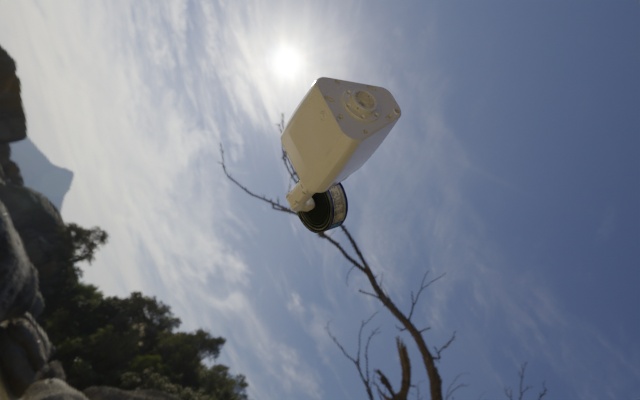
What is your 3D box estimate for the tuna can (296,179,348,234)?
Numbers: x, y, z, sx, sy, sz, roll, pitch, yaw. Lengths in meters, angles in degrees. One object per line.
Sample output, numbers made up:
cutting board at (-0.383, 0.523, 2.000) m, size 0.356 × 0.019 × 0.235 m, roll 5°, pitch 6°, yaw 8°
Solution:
tuna can at (0.001, 0.002, 0.689) m, size 0.033 × 0.086 × 0.086 m, roll -17°, pitch 10°, yaw -37°
